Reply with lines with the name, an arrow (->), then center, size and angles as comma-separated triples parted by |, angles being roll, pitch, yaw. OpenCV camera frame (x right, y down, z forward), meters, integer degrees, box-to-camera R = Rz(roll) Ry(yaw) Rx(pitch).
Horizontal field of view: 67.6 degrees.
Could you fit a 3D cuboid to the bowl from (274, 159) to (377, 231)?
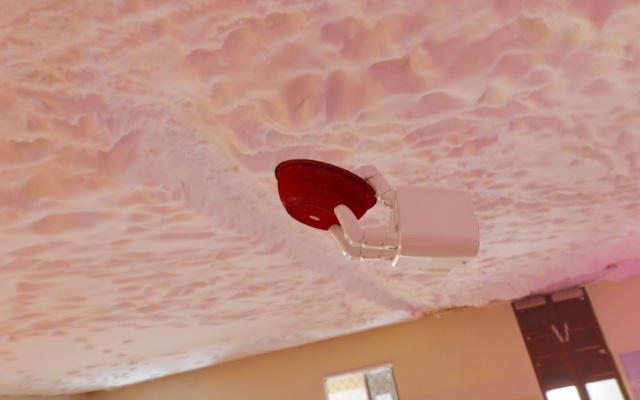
bowl -> -0.001, 0.003, 0.711 | 0.162, 0.055, 0.162 | 16, -22, 6
